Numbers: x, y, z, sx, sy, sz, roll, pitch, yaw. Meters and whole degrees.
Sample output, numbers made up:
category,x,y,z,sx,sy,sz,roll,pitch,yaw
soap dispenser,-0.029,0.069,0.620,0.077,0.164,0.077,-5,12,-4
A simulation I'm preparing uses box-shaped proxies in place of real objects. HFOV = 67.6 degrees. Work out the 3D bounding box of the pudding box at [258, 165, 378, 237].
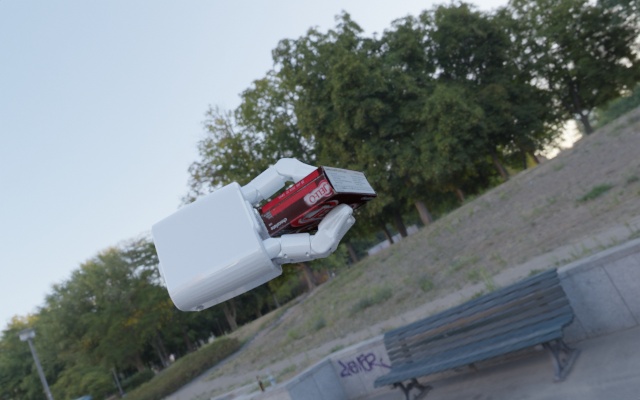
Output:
category,x,y,z,sx,sy,sz,roll,pitch,yaw
pudding box,0.000,0.002,0.525,0.090,0.039,0.113,-32,-13,25
